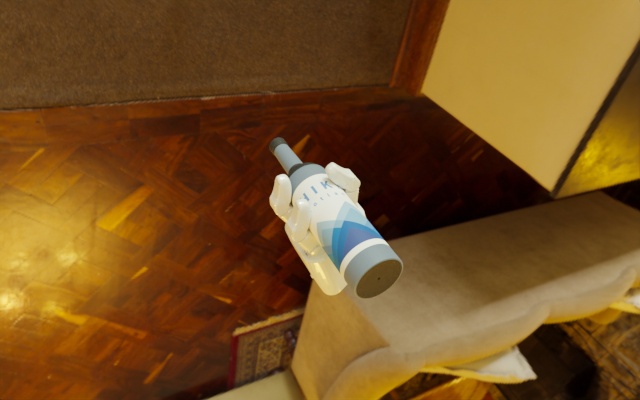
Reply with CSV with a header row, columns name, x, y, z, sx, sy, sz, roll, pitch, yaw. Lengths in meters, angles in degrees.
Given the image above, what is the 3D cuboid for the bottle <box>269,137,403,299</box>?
name,x,y,z,sx,sy,sz,roll,pitch,yaw
bottle,0.000,0.002,0.644,0.069,0.069,0.295,0,37,-35
